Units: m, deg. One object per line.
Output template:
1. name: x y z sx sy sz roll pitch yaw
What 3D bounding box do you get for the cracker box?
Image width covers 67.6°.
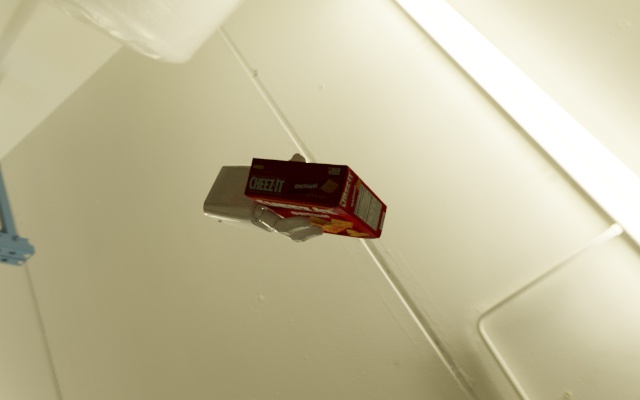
1. cracker box: 0.000 0.002 0.793 0.164 0.072 0.214 6 -14 25
